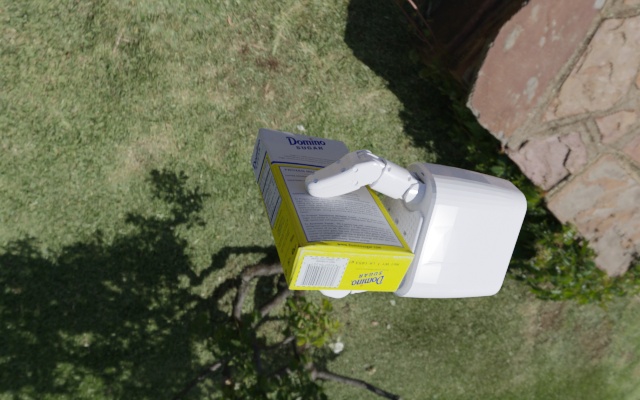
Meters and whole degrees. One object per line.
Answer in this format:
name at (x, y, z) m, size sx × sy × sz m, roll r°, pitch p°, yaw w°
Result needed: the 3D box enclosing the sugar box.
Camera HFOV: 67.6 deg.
sugar box at (0.000, 0.002, 0.413) m, size 0.093 × 0.048 × 0.176 m, roll 7°, pitch 31°, yaw -22°
